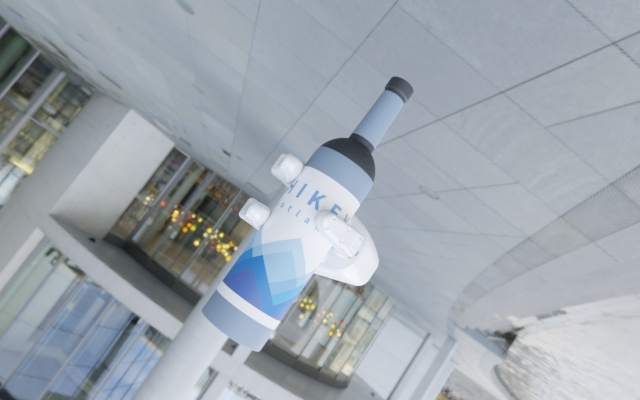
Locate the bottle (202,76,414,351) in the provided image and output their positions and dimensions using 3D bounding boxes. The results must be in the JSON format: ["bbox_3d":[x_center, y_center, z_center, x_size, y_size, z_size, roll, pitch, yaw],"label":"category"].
[{"bbox_3d":[0.000,0.002,0.465,0.069,0.295,0.069,34,-8,6],"label":"bottle"}]
